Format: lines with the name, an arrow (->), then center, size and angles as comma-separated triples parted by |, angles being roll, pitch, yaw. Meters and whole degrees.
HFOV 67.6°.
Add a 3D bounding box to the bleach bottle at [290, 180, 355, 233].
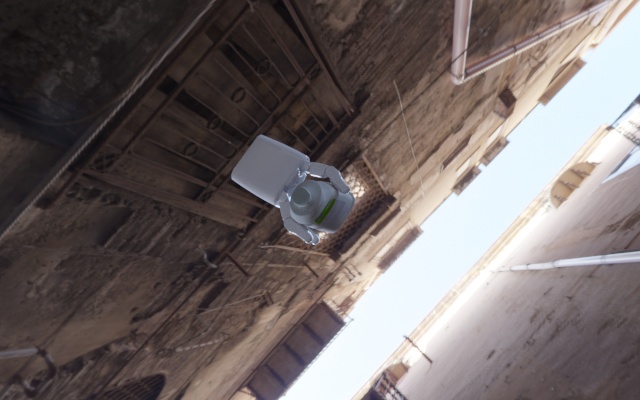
bleach bottle -> 0.000, 0.003, 0.892 | 0.068, 0.102, 0.251 | 29, -1, 16
